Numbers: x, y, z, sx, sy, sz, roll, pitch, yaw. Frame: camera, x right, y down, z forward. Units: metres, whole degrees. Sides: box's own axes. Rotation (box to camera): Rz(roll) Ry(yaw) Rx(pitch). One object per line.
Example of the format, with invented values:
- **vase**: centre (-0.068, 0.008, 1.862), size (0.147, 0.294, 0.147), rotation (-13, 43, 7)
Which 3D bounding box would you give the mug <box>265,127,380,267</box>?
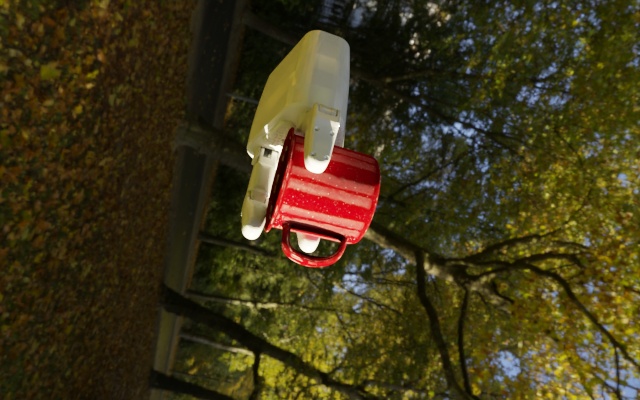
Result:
- **mug**: centre (0.000, 0.003, 0.414), size (0.081, 0.117, 0.093), rotation (14, -30, -11)
